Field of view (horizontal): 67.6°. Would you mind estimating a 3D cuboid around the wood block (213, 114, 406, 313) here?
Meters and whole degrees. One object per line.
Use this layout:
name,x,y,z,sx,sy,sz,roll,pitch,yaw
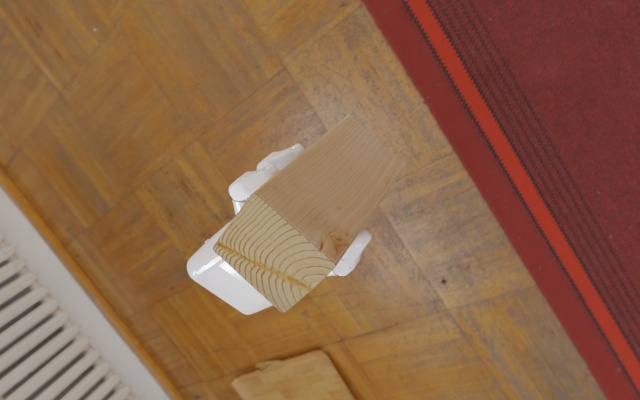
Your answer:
wood block,0.000,0.002,0.484,0.090,0.091,0.206,-48,0,38
